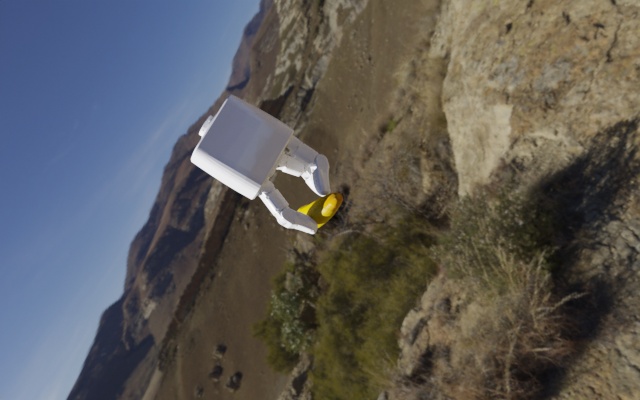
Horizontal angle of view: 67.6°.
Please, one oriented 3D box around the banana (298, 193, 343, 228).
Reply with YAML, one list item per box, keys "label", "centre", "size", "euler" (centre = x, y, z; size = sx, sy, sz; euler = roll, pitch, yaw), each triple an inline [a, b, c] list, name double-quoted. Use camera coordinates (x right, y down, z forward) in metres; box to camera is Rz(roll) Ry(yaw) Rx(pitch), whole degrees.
- label: "banana"
  centre: [-0.011, 0.018, 0.753]
  size: [0.037, 0.069, 0.198]
  euler: [35, -6, -7]
